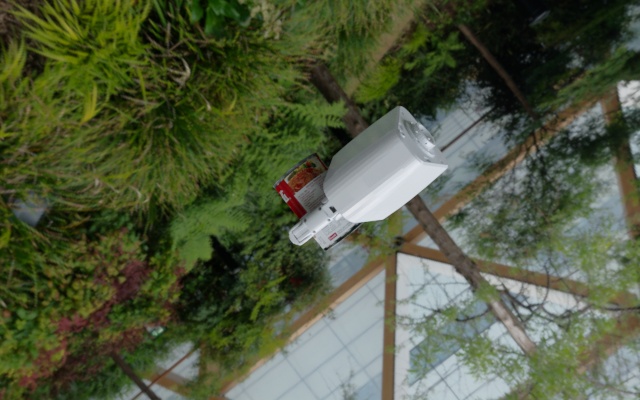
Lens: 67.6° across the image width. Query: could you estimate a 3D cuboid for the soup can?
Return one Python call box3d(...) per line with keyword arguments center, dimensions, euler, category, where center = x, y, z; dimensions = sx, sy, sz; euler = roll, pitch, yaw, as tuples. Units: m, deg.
box3d(center=(0.000, 0.002, 0.584), dimensions=(0.068, 0.102, 0.068), euler=(-38, -2, -1), category="soup can")
